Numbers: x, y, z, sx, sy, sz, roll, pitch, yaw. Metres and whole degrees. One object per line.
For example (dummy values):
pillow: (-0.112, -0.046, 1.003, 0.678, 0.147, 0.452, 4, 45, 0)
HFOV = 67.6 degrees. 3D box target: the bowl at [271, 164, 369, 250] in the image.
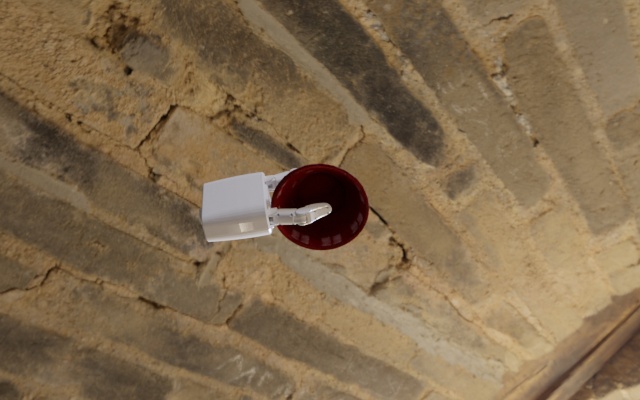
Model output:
bowl: (0.001, 0.003, 0.805, 0.162, 0.162, 0.055, 0, 28, 3)
